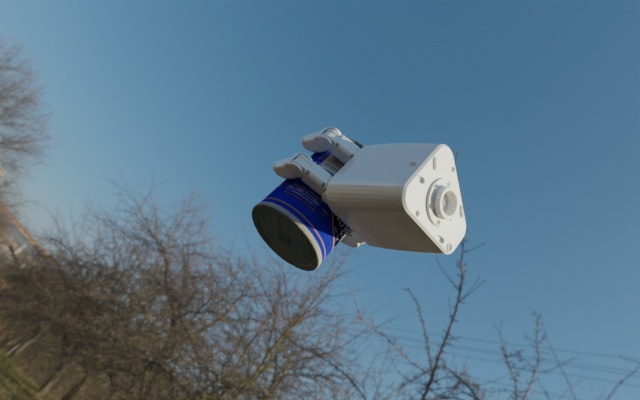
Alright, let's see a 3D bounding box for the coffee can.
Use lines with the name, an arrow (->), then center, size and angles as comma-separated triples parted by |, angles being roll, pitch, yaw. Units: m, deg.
coffee can -> 0.000, 0.002, 0.589 | 0.103, 0.103, 0.140 | 0, 38, 51
